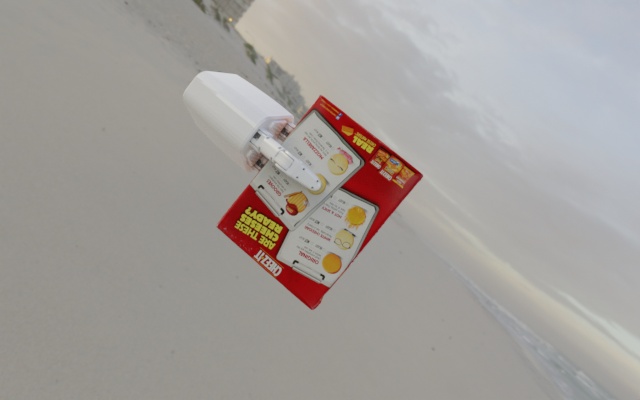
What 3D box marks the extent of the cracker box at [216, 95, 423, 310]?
[{"bbox_3d":[0.000,0.002,0.613,0.164,0.214,0.072,40,4,10],"label":"cracker box"}]
